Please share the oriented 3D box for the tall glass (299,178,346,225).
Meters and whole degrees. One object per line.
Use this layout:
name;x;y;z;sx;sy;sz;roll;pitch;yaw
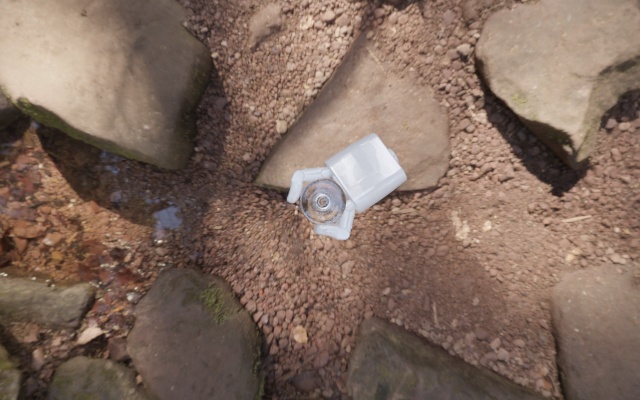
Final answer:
tall glass;0.000;0.003;0.856;0.079;0.079;0.201;0;-1;-3
